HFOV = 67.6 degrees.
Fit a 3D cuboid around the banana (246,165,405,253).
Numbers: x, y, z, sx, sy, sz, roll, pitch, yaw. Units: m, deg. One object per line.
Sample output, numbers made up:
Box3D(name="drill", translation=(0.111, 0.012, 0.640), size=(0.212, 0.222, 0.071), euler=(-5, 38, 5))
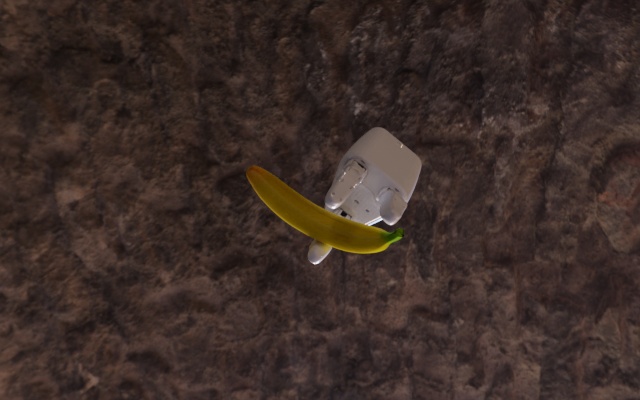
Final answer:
Box3D(name="banana", translation=(0.000, 0.017, 0.559), size=(0.198, 0.070, 0.037), euler=(22, 40, 14))
